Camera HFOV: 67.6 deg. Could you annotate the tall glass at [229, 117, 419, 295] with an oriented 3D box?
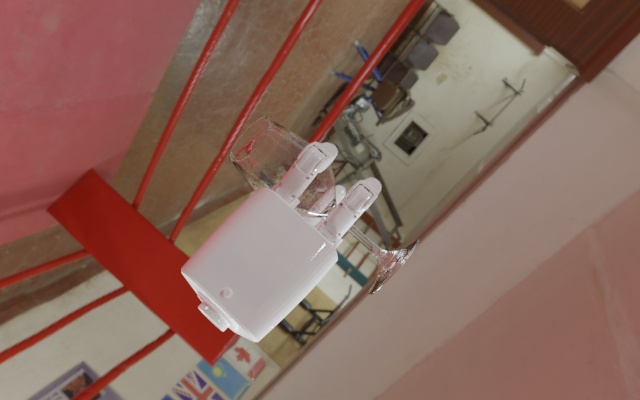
[{"bbox_3d":[0.001,0.002,0.489,0.201,0.079,0.079,42,5,6],"label":"tall glass"}]
